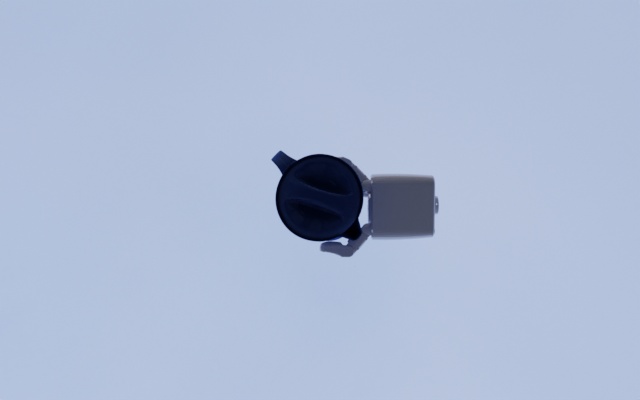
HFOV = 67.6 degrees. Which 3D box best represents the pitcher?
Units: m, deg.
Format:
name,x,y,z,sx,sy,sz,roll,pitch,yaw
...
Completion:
name,x,y,z,sx,sy,sz,roll,pitch,yaw
pitcher,0.000,0.003,0.827,0.145,0.149,0.243,-2,-8,4
